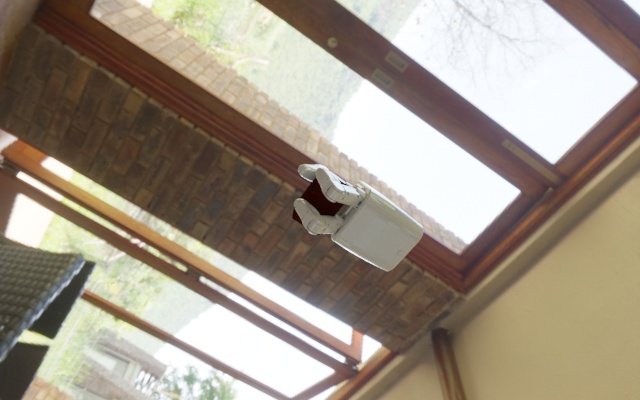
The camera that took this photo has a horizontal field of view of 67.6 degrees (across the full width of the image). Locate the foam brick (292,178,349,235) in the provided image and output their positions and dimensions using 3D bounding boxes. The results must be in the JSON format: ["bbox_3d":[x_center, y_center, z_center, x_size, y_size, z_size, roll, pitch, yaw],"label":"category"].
[{"bbox_3d":[0.000,0.002,0.727,0.051,0.078,0.053,33,23,-11],"label":"foam brick"}]
